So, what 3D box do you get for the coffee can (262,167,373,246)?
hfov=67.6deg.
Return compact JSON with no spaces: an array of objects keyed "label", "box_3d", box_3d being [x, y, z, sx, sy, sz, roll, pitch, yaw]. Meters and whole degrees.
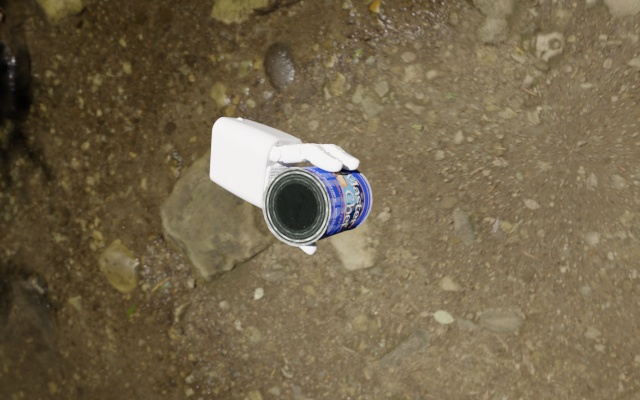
[{"label":"coffee can","box_3d":[0.000,0.002,0.671,0.103,0.103,0.140,0,5,28]}]
